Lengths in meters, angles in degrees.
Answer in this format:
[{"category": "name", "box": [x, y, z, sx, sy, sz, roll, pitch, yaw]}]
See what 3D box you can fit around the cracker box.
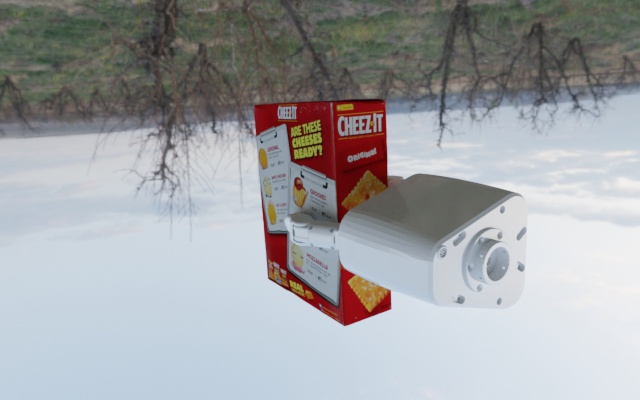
[{"category": "cracker box", "box": [0.000, 0.002, 0.515, 0.072, 0.214, 0.164, -10, 14, -31]}]
